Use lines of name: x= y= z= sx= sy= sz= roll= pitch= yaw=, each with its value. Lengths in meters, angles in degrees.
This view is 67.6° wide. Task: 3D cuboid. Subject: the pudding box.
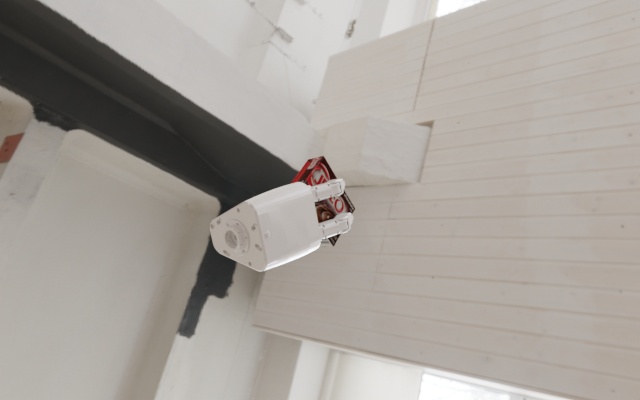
pudding box: x=0.000 y=0.002 z=0.737 sx=0.039 sy=0.113 sz=0.090 roll=-5 pitch=38 yaw=38
